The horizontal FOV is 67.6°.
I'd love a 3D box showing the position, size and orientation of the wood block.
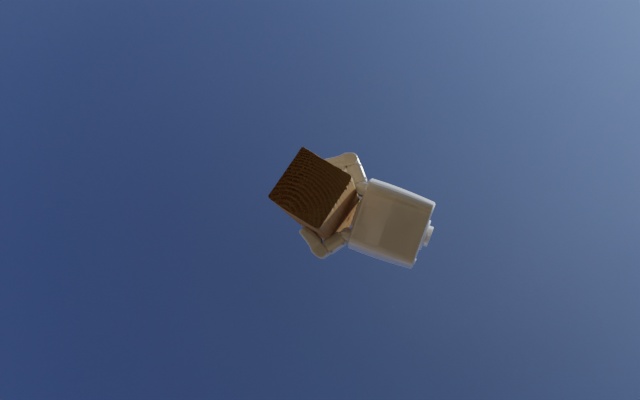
[{"bbox_3d":[0.000,0.003,0.763,0.090,0.091,0.206,32,-6,14],"label":"wood block"}]
